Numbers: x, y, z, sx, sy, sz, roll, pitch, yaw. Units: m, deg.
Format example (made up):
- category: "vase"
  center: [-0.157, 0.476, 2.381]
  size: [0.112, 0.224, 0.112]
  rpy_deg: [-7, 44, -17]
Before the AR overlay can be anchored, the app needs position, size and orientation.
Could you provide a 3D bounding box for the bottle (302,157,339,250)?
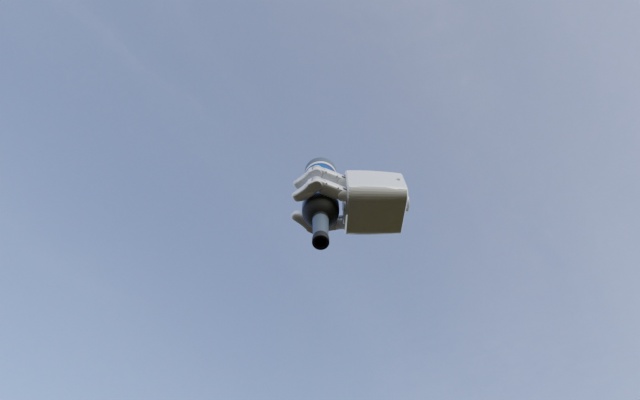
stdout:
- category: "bottle"
  center: [0.000, 0.003, 0.875]
  size: [0.069, 0.069, 0.295]
  rpy_deg: [0, 25, 0]
